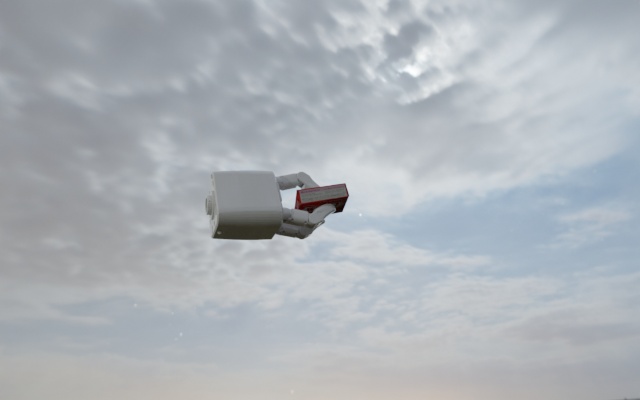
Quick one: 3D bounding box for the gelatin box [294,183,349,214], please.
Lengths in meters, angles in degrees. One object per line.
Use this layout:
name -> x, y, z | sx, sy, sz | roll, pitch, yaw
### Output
gelatin box -> 0.000, 0.002, 0.838 | 0.089, 0.030, 0.073 | -9, -22, -11
